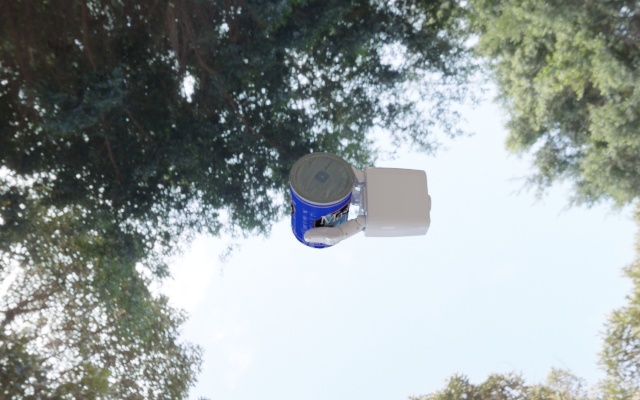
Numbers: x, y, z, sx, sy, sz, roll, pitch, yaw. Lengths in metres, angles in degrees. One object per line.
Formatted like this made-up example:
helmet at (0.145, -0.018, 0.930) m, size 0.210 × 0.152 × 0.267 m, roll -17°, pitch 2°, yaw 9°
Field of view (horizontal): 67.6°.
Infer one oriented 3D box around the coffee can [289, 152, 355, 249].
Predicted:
coffee can at (0.000, 0.003, 0.802) m, size 0.103 × 0.102 × 0.140 m, roll 0°, pitch -36°, yaw -3°
